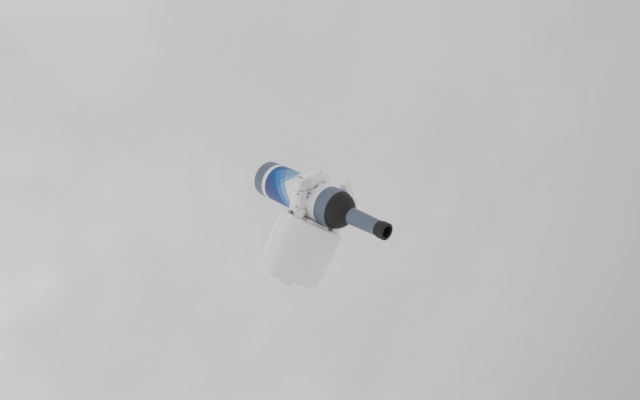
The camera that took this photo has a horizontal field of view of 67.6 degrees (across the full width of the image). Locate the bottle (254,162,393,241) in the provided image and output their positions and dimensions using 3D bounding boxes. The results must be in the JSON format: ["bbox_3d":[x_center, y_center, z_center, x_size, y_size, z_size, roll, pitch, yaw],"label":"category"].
[{"bbox_3d":[0.000,0.002,0.808,0.069,0.069,0.295,0,18,-45],"label":"bottle"}]
